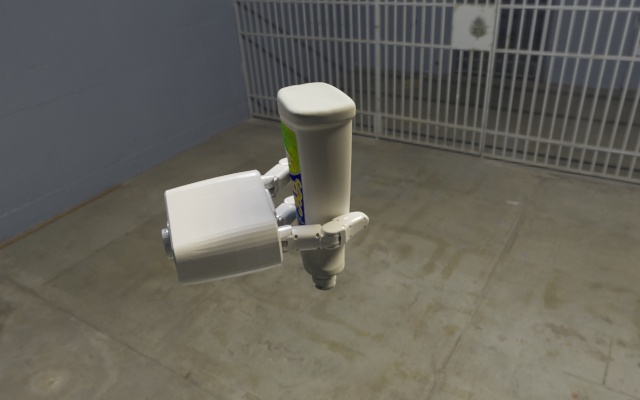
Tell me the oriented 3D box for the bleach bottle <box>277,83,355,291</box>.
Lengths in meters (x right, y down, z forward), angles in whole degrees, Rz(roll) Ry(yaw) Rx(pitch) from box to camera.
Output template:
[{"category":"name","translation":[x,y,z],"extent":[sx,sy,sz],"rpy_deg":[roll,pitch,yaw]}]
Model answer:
[{"category":"bleach bottle","translation":[0.000,0.002,0.546],"extent":[0.068,0.251,0.102],"rpy_deg":[-12,30,-14]}]
